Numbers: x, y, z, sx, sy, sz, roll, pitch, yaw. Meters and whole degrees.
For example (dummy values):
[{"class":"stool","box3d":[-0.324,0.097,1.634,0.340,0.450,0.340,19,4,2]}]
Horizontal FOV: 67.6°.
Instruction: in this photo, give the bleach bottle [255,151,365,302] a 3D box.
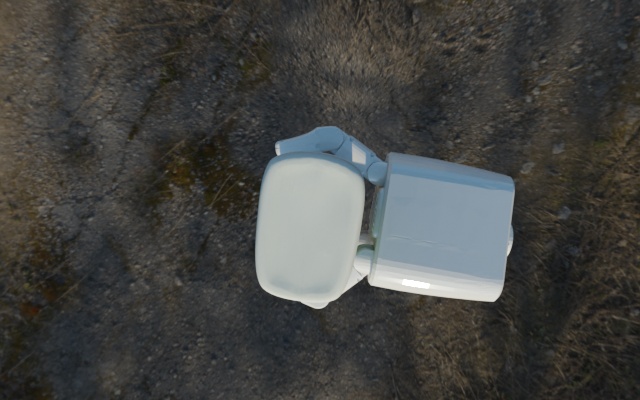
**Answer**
[{"class":"bleach bottle","box3d":[0.000,0.001,0.425,0.068,0.102,0.251,8,9,3]}]
